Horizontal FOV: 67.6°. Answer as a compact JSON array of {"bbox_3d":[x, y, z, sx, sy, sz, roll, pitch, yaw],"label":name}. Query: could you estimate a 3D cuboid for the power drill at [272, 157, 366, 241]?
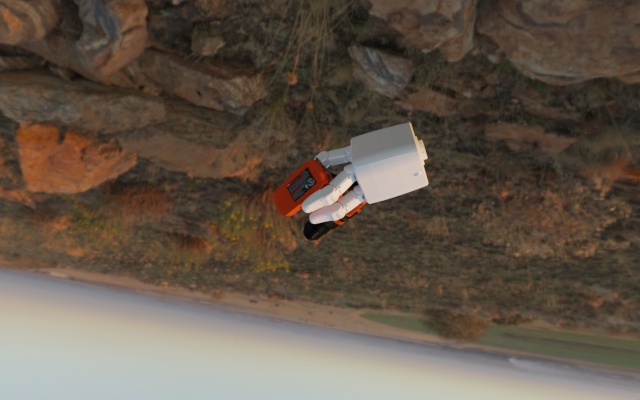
[{"bbox_3d":[0.000,0.003,0.856,0.184,0.057,0.188,-43,-27,19],"label":"power drill"}]
